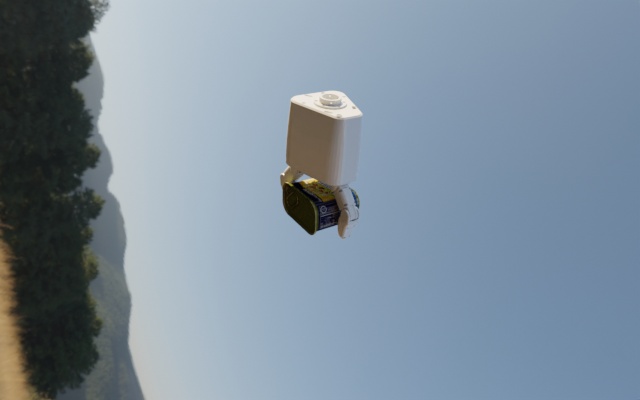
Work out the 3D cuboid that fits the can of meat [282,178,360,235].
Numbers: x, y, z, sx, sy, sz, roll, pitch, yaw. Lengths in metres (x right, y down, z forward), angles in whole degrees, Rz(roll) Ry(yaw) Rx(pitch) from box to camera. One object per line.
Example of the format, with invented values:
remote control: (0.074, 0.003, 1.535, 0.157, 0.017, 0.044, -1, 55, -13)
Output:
can of meat: (0.000, 0.003, 0.756, 0.084, 0.057, 0.102, -16, 34, -29)
